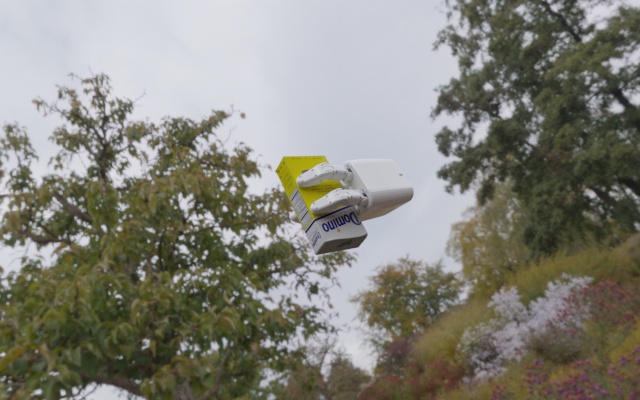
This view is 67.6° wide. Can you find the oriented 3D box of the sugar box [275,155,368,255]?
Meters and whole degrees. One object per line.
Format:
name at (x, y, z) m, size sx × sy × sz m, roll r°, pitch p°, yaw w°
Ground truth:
sugar box at (0.000, 0.002, 0.802) m, size 0.093 × 0.176 × 0.048 m, roll -6°, pitch -36°, yaw -37°
